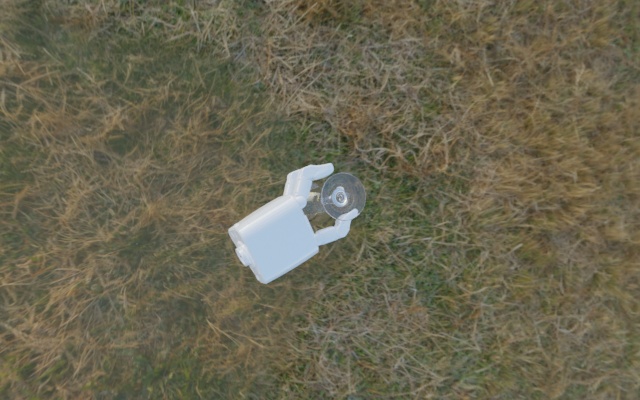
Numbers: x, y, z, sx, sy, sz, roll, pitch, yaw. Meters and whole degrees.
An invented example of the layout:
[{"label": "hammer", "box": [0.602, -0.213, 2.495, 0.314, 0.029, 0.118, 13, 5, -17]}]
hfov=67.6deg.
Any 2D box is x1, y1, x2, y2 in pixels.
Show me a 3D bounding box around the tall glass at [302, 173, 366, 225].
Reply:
[{"label": "tall glass", "box": [0.001, 0.003, 0.822, 0.079, 0.079, 0.201, 0, -5, -21]}]
